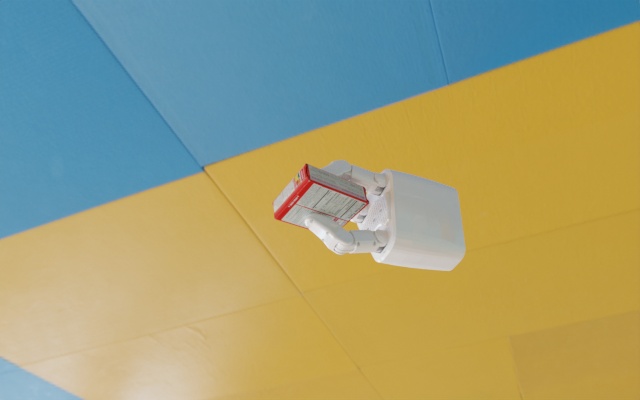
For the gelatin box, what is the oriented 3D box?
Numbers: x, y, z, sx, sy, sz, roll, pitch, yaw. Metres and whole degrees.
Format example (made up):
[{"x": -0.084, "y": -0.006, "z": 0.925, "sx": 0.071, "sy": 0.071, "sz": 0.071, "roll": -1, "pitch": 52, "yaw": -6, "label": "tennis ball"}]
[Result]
[{"x": 0.000, "y": 0.002, "z": 0.559, "sx": 0.089, "sy": 0.030, "sz": 0.073, "roll": 19, "pitch": -48, "yaw": -31, "label": "gelatin box"}]
